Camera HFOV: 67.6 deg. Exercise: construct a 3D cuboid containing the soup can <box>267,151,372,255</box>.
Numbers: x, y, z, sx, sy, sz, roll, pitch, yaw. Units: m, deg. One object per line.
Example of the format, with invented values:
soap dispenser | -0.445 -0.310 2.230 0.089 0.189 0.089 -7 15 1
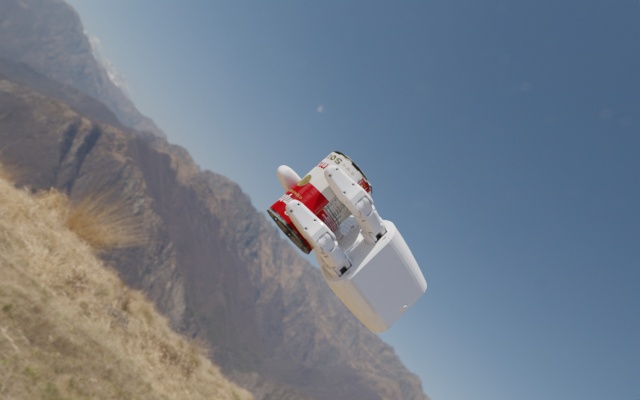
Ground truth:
soup can | 0.000 0.001 0.535 0.102 0.068 0.068 -42 9 -11
